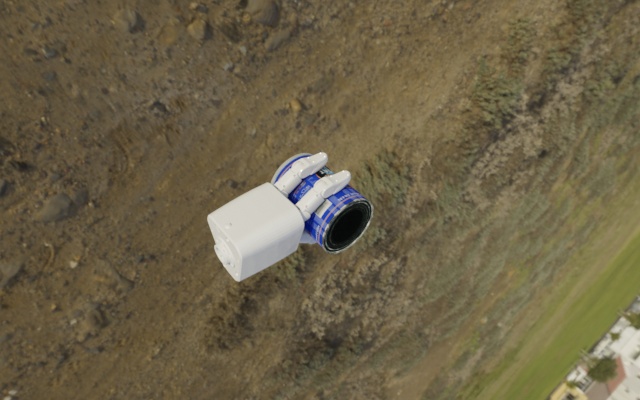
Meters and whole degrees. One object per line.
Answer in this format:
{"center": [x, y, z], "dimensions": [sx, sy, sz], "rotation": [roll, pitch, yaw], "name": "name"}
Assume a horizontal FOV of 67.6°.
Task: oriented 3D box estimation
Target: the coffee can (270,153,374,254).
{"center": [0.000, 0.002, 0.763], "dimensions": [0.103, 0.103, 0.140], "rotation": [0, 33, -49], "name": "coffee can"}
